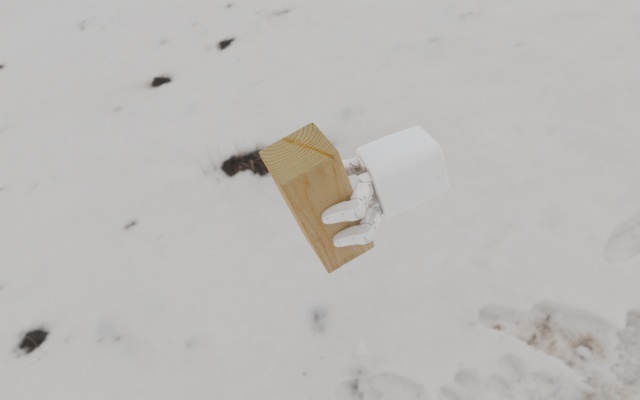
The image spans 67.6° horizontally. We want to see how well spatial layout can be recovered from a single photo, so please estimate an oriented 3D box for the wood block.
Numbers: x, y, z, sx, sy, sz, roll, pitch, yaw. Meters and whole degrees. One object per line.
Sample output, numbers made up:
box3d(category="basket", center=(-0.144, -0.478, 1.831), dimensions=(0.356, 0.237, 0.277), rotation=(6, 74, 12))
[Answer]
box3d(category="wood block", center=(0.000, 0.002, 0.709), dimensions=(0.090, 0.206, 0.090), rotation=(-30, 44, -5))
